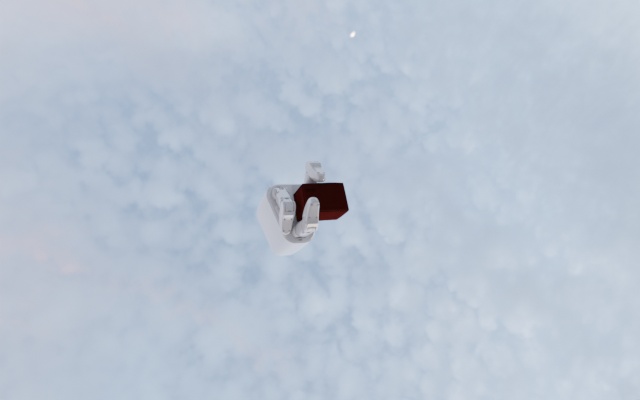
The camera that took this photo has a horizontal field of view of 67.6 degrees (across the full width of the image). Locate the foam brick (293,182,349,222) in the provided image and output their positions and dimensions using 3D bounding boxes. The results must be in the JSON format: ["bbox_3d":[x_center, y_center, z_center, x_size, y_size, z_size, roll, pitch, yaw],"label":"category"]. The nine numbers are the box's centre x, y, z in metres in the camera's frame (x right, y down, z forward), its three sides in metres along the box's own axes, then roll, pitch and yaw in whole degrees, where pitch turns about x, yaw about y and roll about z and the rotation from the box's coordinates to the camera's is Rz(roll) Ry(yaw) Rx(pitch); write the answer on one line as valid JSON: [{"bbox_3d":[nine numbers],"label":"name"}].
[{"bbox_3d":[0.000,0.003,0.815,0.078,0.053,0.051,-1,-20,-21],"label":"foam brick"}]
